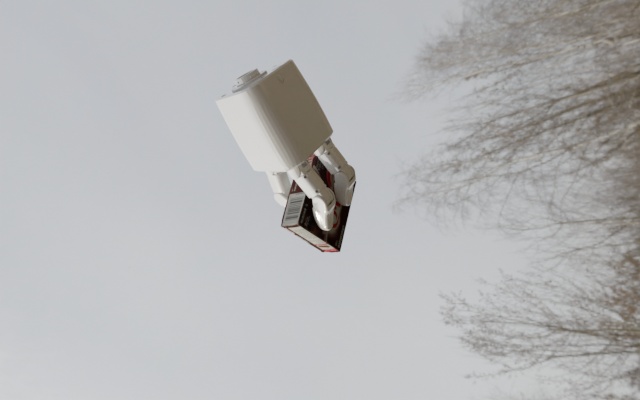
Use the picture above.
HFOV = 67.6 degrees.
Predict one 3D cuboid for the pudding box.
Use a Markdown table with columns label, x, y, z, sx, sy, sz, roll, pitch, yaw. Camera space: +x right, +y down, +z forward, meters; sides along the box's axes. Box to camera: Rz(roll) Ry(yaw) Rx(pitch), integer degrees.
| label | x | y | z | sx | sy | sz | roll | pitch | yaw |
| --- | --- | --- | --- | --- | --- | --- | --- | --- | --- |
| pudding box | 0.000 | 0.002 | 0.645 | 0.039 | 0.113 | 0.090 | -6 | -30 | 43 |
